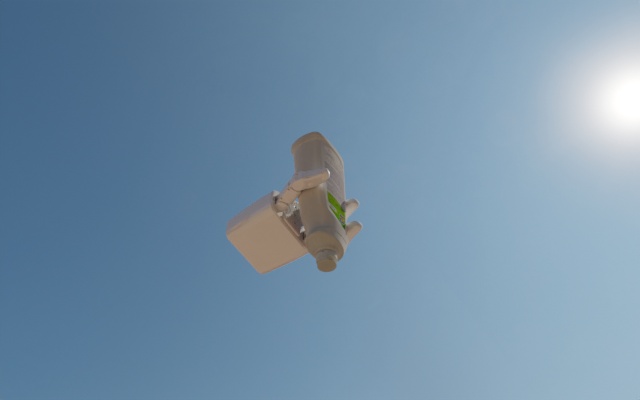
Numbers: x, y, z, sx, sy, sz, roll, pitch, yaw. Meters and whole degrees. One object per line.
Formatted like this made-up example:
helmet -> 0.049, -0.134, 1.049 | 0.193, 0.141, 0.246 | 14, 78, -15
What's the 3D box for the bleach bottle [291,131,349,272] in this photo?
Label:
bleach bottle -> 0.000, 0.003, 0.761 | 0.068, 0.250, 0.103 | -29, -52, 22
